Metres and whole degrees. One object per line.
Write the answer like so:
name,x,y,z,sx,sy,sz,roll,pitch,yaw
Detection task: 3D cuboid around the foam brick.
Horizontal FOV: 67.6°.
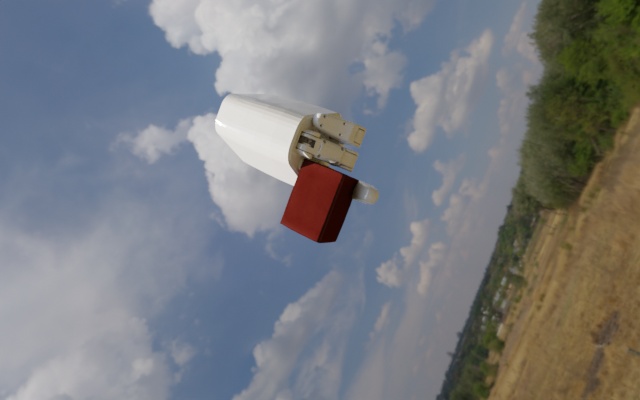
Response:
foam brick,0.000,0.002,0.525,0.051,0.078,0.053,22,3,22
